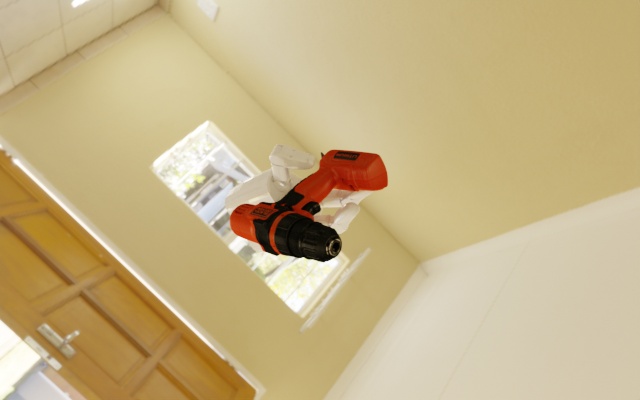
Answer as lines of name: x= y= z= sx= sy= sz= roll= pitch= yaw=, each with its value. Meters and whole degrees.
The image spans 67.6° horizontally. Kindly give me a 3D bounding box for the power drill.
power drill: x=0.000 y=0.002 z=0.601 sx=0.184 sy=0.057 sz=0.187 roll=13 pitch=39 yaw=45
